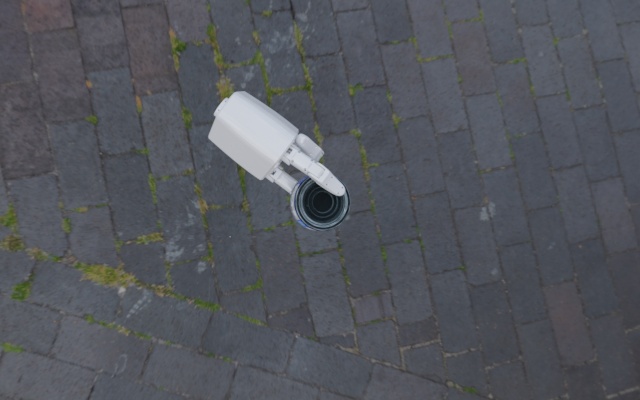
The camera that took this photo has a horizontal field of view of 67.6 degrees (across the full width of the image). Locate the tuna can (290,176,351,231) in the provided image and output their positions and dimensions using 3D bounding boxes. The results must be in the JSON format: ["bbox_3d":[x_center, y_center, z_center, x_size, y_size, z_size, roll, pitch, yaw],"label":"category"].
[{"bbox_3d":[0.000,0.002,0.700,0.086,0.086,0.034,0,-1,-15],"label":"tuna can"}]
